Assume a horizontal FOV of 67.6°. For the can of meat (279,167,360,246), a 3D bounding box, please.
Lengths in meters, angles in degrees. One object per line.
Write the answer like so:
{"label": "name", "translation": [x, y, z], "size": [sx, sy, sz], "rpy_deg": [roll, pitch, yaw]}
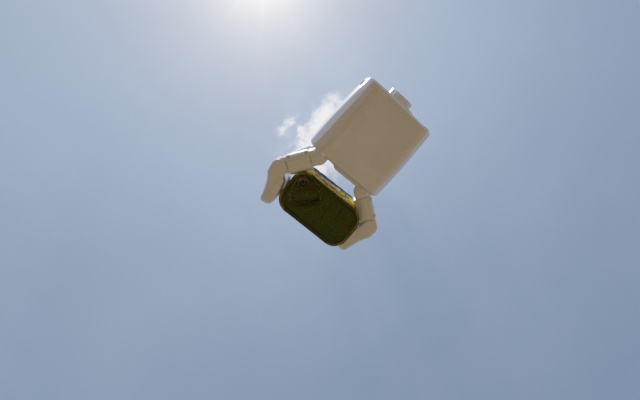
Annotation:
{"label": "can of meat", "translation": [0.000, 0.002, 0.624], "size": [0.102, 0.057, 0.084], "rpy_deg": [38, 12, -7]}
